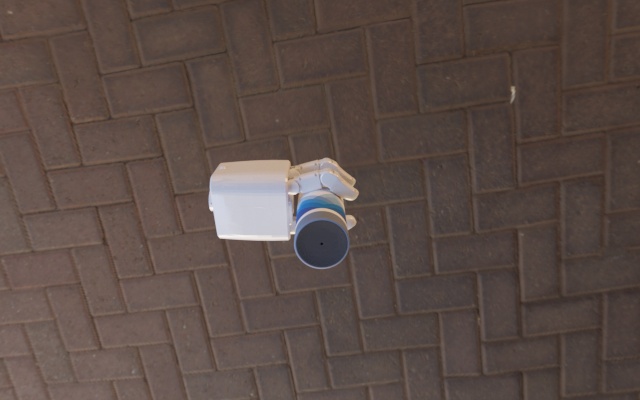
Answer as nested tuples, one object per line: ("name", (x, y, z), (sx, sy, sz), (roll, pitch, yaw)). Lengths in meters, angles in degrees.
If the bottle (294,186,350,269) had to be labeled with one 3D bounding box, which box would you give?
("bottle", (0.000, 0.002, 0.704), (0.069, 0.069, 0.295), (0, 20, -1))
